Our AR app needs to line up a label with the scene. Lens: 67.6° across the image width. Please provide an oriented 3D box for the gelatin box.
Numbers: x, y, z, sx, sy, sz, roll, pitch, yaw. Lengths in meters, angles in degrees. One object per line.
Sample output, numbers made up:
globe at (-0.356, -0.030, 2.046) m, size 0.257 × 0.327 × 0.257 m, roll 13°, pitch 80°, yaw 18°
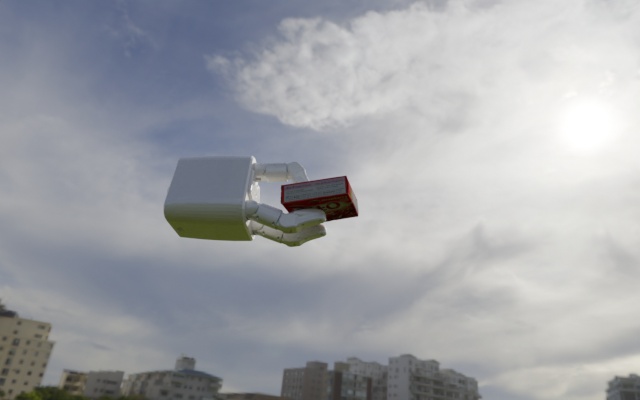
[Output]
gelatin box at (0.000, 0.002, 0.628) m, size 0.089 × 0.030 × 0.073 m, roll -9°, pitch -27°, yaw 12°
